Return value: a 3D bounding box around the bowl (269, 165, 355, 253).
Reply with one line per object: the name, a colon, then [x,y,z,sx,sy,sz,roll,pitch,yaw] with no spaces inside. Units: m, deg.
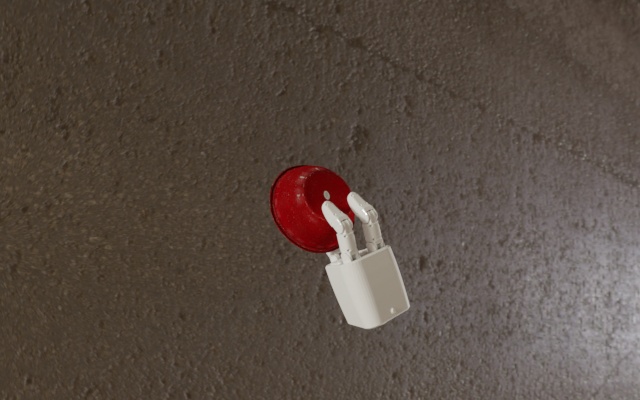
bowl: [0.000,0.001,0.787,0.162,0.162,0.055,0,-23,-30]
